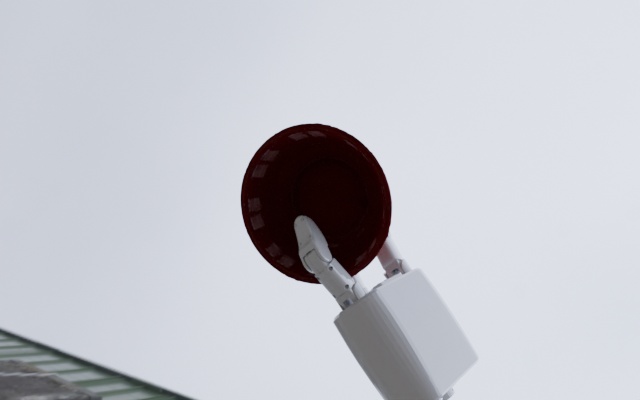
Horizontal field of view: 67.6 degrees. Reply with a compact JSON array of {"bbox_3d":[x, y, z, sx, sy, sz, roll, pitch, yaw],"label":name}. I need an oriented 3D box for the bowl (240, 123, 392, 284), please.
[{"bbox_3d":[0.000,0.000,0.496,0.162,0.162,0.055,0,9,21],"label":"bowl"}]
